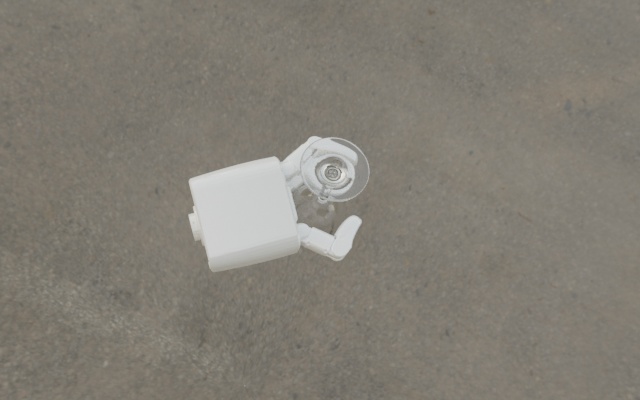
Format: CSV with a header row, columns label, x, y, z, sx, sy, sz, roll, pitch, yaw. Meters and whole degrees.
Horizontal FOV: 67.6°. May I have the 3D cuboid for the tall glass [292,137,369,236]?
label,x,y,z,sx,sy,sz,roll,pitch,yaw
tall glass,0.000,0.002,0.591,0.079,0.079,0.201,0,-21,-9
